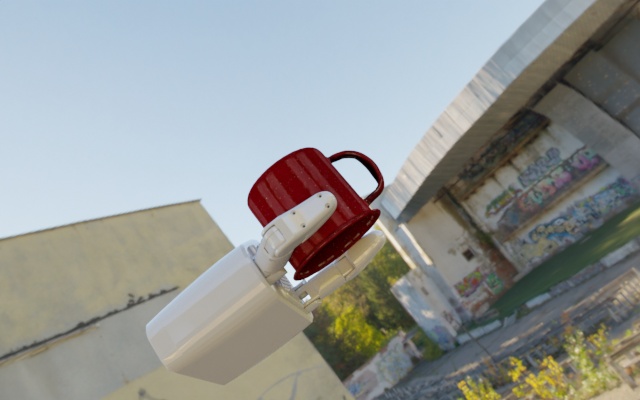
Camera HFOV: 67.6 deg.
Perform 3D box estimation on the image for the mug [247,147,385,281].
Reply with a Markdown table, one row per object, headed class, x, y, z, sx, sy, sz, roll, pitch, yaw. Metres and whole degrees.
| class | x | y | z | sx | sy | sz | roll | pitch | yaw |
| --- | --- | --- | --- | --- | --- | --- | --- | --- | --- |
| mug | 0.001 | 0.000 | 0.412 | 0.117 | 0.081 | 0.093 | -38 | -15 | -3 |
